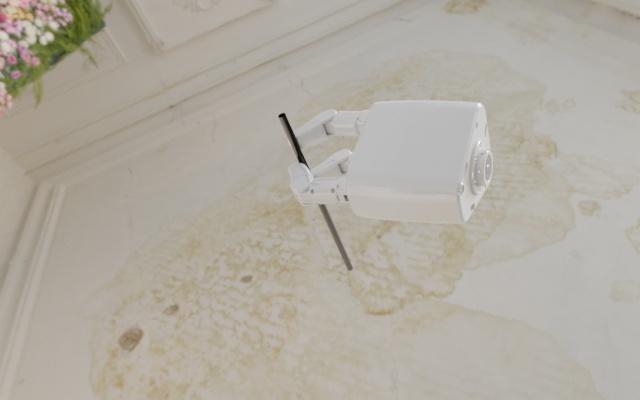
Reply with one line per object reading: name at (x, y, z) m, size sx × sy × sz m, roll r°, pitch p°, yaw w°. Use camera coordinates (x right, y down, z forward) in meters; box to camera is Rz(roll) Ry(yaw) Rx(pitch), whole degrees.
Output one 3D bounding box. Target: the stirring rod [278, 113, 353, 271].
stirring rod at (0.000, 0.002, 0.550) m, size 0.011 × 0.240 × 0.011 m, roll -14°, pitch 39°, yaw 12°
